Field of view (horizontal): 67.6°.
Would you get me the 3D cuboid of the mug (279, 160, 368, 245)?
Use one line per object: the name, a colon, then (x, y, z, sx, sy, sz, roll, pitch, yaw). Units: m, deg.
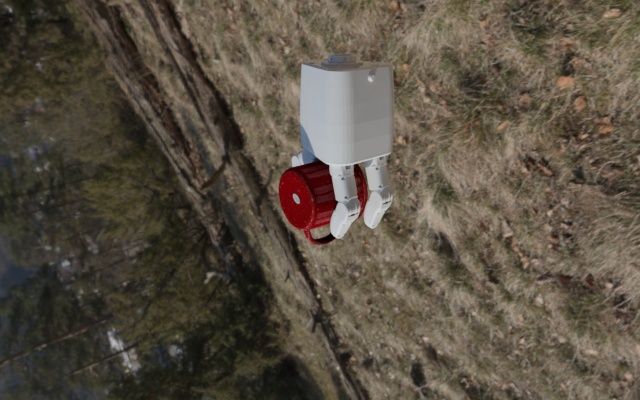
mug: (0.000, 0.003, 0.616, 0.081, 0.117, 0.093, -16, 25, -34)
